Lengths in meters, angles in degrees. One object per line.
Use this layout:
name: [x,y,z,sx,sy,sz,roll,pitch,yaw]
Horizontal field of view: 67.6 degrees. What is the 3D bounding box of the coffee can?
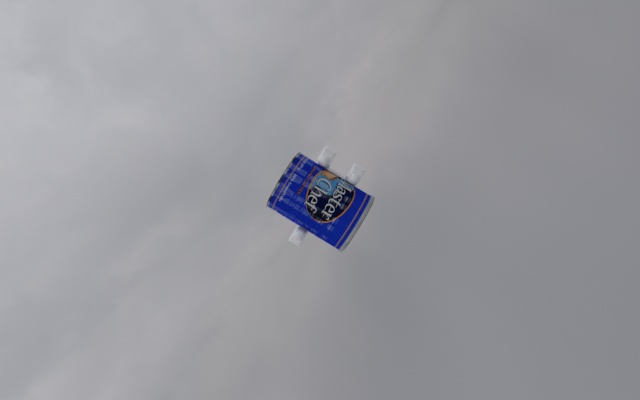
coffee can: [0.000,0.003,0.761,0.140,0.103,0.103,31,0,1]
